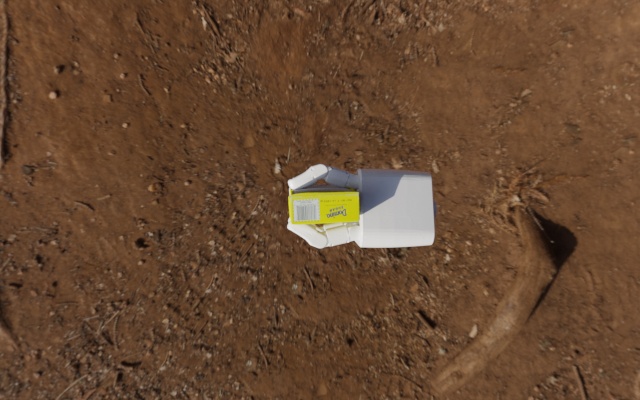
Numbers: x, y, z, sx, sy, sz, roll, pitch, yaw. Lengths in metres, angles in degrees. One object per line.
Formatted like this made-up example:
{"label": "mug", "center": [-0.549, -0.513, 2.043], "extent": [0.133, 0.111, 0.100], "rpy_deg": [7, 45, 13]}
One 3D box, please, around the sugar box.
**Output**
{"label": "sugar box", "center": [0.000, 0.003, 0.703], "extent": [0.093, 0.048, 0.176], "rpy_deg": [-2, 3, -3]}
